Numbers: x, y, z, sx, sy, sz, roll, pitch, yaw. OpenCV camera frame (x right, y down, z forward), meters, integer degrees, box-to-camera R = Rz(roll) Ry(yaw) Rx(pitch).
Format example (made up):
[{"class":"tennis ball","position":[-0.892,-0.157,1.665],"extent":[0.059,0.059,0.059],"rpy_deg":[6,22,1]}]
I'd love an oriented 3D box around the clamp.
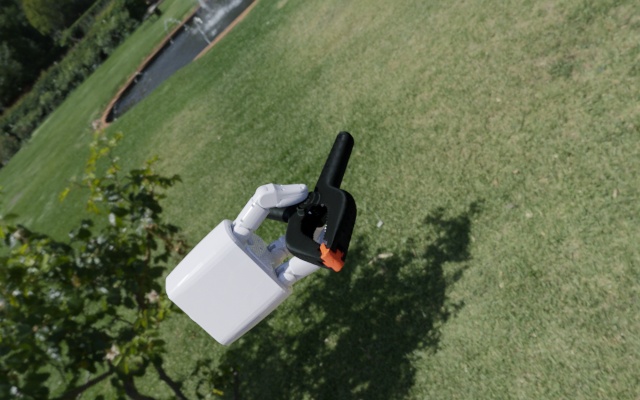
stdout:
[{"class":"clamp","position":[0.000,0.002,0.563],"extent":[0.036,0.164,0.210],"rpy_deg":[43,7,-30]}]
